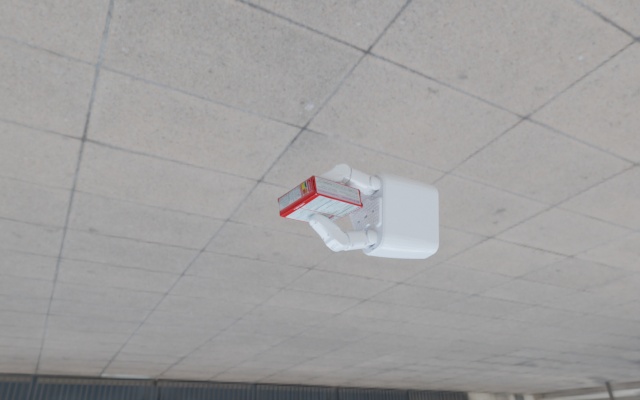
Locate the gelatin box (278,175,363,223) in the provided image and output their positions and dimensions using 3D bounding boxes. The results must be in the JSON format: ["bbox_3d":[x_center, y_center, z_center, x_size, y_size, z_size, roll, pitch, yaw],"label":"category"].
[{"bbox_3d":[0.000,0.002,0.633,0.089,0.030,0.073,14,-33,-41],"label":"gelatin box"}]
